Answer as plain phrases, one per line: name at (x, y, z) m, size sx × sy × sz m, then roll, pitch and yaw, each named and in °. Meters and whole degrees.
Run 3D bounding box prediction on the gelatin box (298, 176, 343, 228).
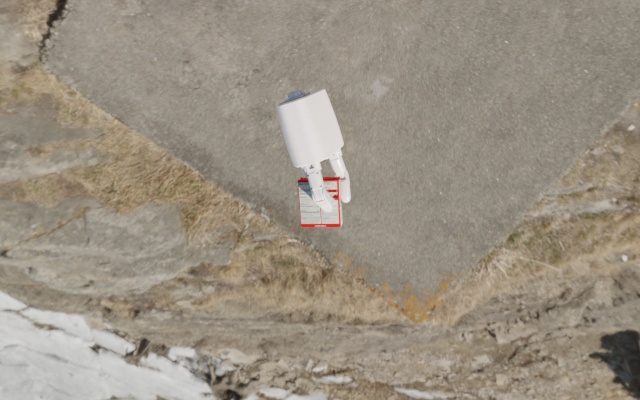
gelatin box at (0.000, 0.003, 0.846) m, size 0.073 × 0.089 × 0.030 m, roll -1°, pitch 14°, yaw 10°
